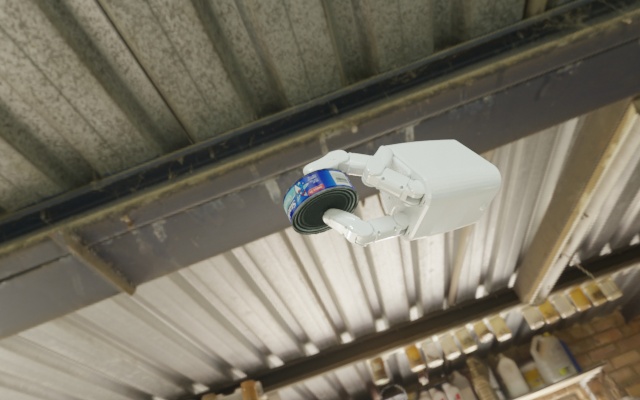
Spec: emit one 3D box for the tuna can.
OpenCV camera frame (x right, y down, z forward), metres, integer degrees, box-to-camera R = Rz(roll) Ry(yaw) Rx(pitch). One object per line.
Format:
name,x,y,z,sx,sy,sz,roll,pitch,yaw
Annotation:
tuna can,0.000,0.001,0.564,0.086,0.033,0.086,-19,-33,-13
